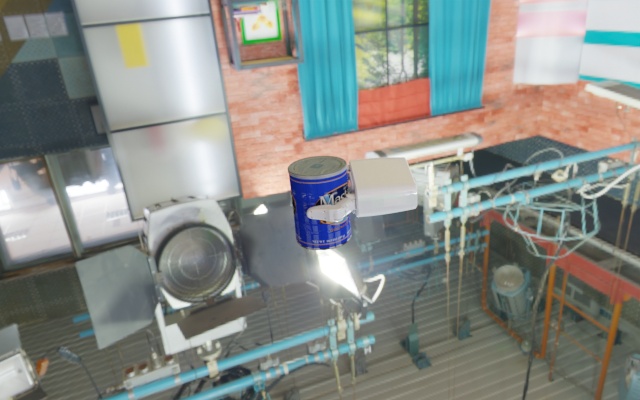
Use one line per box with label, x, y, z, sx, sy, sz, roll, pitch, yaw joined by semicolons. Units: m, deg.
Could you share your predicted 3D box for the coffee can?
coffee can;0.000;0.003;0.847;0.103;0.140;0.102;-4;24;2
